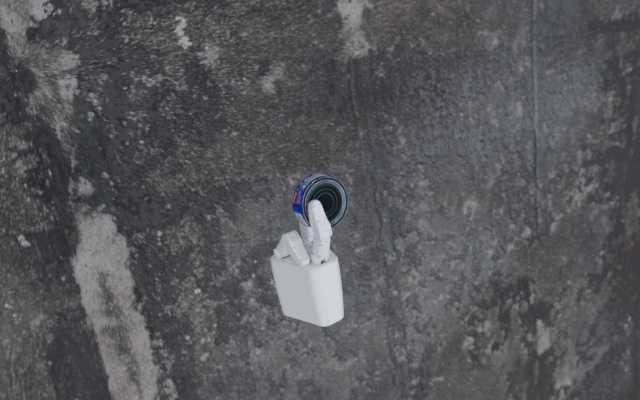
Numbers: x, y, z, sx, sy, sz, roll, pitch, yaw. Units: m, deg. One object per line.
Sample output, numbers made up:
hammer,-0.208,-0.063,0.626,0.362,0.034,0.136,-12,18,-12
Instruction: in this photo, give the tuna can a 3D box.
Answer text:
tuna can,0.000,0.002,0.739,0.086,0.086,0.033,0,8,-31
